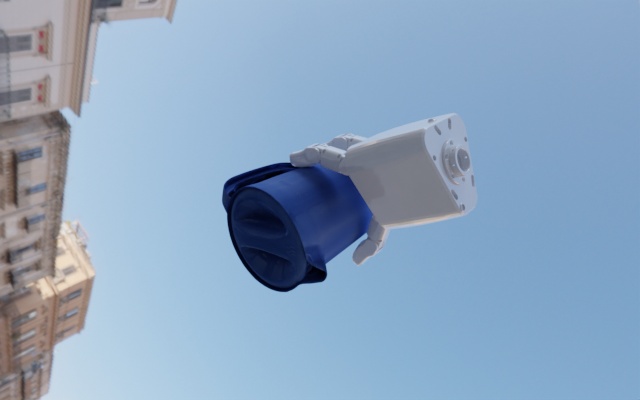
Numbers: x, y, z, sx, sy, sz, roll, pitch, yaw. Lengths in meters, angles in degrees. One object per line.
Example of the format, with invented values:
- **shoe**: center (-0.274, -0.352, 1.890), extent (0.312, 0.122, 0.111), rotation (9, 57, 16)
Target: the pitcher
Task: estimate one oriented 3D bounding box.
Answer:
- **pitcher**: center (0.000, 0.002, 0.636), extent (0.145, 0.149, 0.242), rotation (-16, 9, 46)
